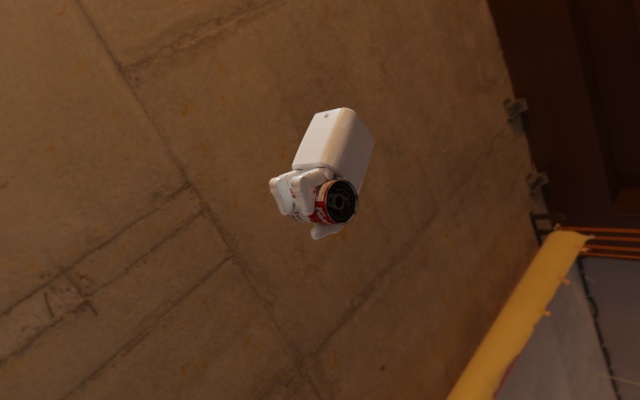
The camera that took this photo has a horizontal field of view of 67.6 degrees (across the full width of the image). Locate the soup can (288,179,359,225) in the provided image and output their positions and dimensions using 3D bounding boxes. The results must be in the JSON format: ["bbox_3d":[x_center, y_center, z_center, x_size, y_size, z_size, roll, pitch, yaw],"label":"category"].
[{"bbox_3d":[0.000,0.003,0.748,0.068,0.068,0.102,0,0,-41],"label":"soup can"}]
